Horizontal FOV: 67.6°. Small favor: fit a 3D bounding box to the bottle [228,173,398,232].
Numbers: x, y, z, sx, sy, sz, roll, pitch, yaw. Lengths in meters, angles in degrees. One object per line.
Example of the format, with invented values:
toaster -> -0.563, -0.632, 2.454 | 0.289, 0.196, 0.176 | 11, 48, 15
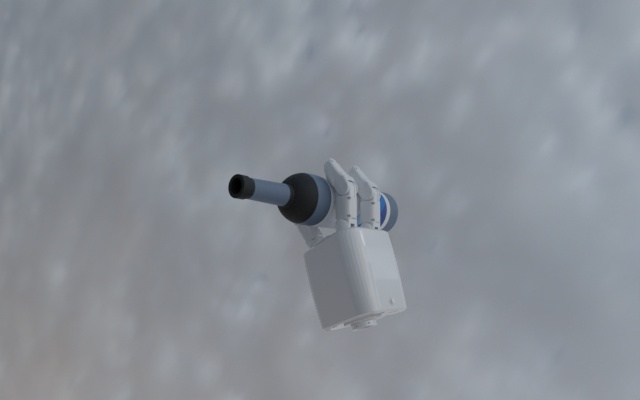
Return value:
bottle -> 0.000, 0.002, 0.638 | 0.069, 0.069, 0.296 | 0, -7, 40
